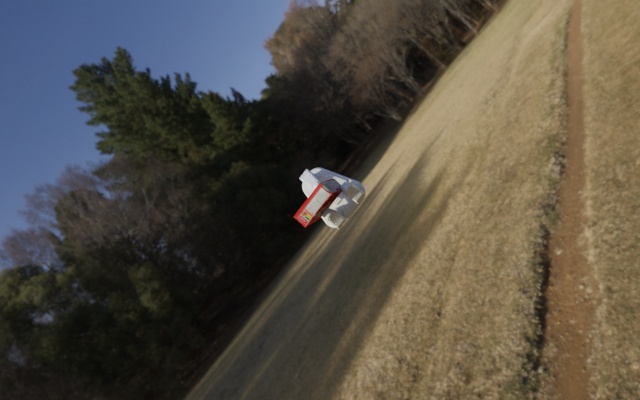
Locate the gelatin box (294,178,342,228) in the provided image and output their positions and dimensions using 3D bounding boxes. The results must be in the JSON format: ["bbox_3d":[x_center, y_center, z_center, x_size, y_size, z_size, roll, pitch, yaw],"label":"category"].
[{"bbox_3d":[0.000,0.002,0.795,0.030,0.073,0.089,41,17,8],"label":"gelatin box"}]
